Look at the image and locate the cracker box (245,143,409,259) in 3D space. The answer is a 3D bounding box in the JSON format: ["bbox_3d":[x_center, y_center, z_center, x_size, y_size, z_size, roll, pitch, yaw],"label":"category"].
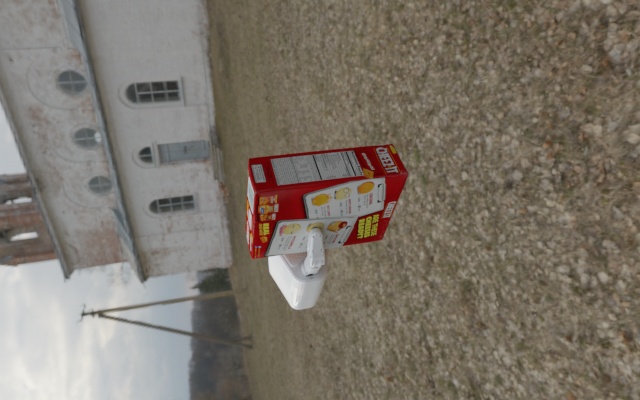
[{"bbox_3d":[0.000,0.002,0.699,0.213,0.072,0.164,-8,-37,-15],"label":"cracker box"}]
